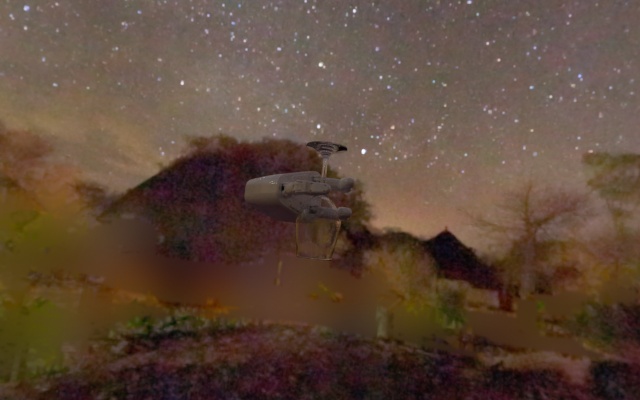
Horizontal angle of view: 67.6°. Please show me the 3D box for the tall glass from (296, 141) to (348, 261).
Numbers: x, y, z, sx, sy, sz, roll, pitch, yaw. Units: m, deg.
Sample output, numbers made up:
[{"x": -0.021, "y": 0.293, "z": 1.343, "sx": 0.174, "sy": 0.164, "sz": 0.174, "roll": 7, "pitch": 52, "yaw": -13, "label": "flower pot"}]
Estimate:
[{"x": 0.000, "y": 0.002, "z": 0.836, "sx": 0.079, "sy": 0.201, "sz": 0.079, "roll": 6, "pitch": -8, "yaw": 1, "label": "tall glass"}]
